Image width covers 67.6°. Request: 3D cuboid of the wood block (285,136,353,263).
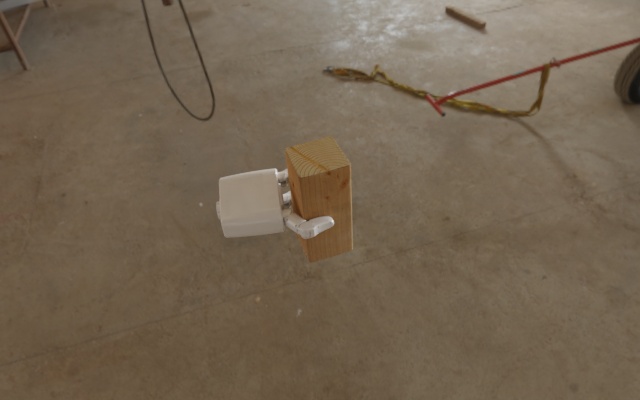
[{"bbox_3d":[0.000,0.003,0.858,0.090,0.206,0.090,-16,44,-12],"label":"wood block"}]
